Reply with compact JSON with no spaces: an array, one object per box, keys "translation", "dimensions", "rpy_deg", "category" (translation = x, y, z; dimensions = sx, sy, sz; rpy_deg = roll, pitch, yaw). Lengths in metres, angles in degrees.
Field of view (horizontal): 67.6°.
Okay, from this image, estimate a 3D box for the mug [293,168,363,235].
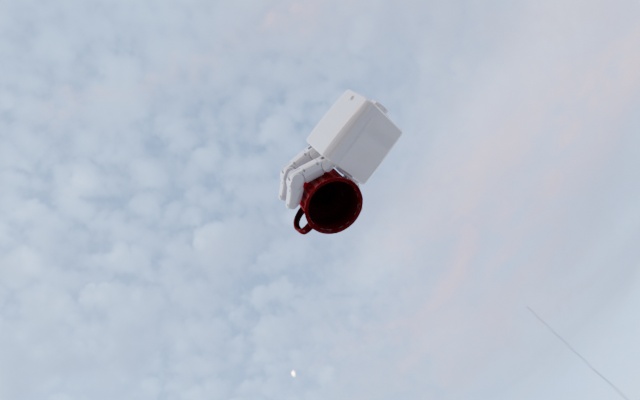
[{"translation":[-0.001,0.004,0.746],"dimensions":[0.093,0.117,0.081],"rpy_deg":[35,8,-30],"category":"mug"}]
